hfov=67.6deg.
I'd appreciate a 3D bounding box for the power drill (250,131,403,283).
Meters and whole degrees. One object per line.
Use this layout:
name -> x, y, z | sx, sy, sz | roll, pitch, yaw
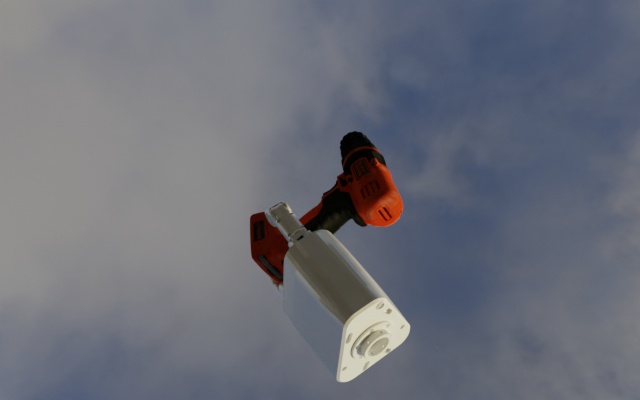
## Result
power drill -> 0.000, 0.002, 0.587 | 0.188, 0.057, 0.184 | -35, 29, 13
